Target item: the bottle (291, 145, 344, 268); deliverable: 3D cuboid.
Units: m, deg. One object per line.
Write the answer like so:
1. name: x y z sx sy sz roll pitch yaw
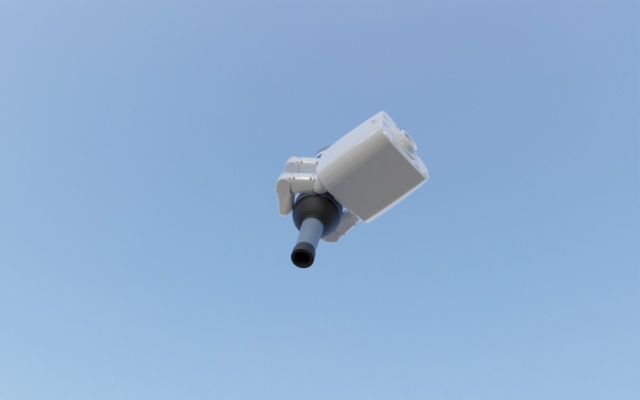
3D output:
1. bottle: 0.000 0.002 0.674 0.069 0.069 0.295 0 26 9
